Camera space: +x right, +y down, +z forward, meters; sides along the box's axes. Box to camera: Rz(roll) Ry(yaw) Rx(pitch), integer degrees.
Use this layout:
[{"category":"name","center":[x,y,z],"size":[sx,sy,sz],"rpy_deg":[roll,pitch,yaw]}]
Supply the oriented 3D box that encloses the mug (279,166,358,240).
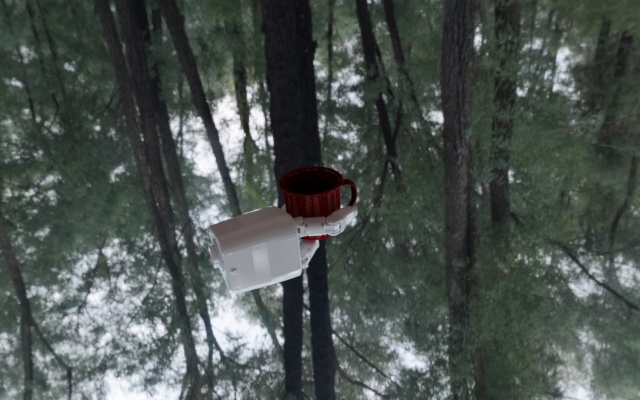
[{"category":"mug","center":[0.001,0.002,0.713],"size":[0.117,0.081,0.093],"rpy_deg":[-15,31,-18]}]
